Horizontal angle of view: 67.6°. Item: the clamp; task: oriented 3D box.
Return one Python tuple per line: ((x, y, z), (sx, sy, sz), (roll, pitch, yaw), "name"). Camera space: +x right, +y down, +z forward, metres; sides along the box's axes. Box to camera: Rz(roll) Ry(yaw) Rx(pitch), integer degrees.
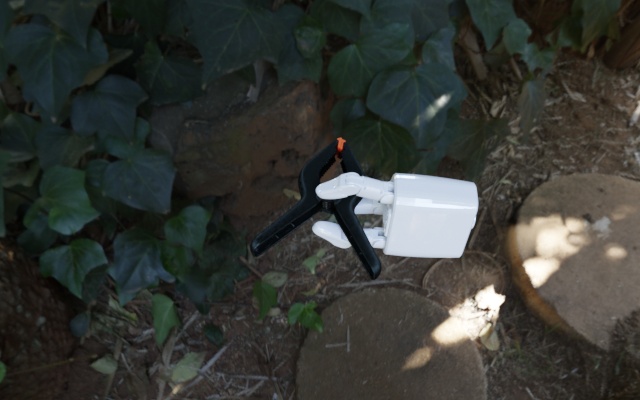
((0.000, 0.001, 0.638), (0.164, 0.209, 0.036), (5, -34, 0), "clamp")
